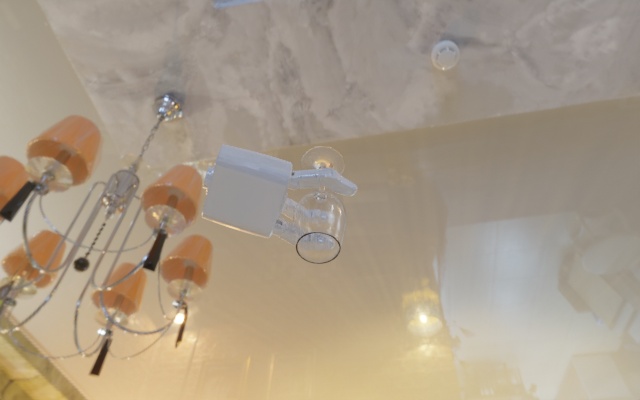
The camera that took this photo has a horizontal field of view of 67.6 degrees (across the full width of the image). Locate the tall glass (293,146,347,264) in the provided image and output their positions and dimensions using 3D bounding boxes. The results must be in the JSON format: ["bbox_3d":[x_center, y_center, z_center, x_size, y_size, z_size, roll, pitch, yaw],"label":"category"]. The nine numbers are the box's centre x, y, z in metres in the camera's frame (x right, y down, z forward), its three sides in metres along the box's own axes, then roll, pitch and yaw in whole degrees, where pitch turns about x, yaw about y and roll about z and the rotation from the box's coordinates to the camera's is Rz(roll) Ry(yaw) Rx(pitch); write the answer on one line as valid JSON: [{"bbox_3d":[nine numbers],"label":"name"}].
[{"bbox_3d":[0.000,0.002,0.728,0.079,0.079,0.200,0,40,2],"label":"tall glass"}]
